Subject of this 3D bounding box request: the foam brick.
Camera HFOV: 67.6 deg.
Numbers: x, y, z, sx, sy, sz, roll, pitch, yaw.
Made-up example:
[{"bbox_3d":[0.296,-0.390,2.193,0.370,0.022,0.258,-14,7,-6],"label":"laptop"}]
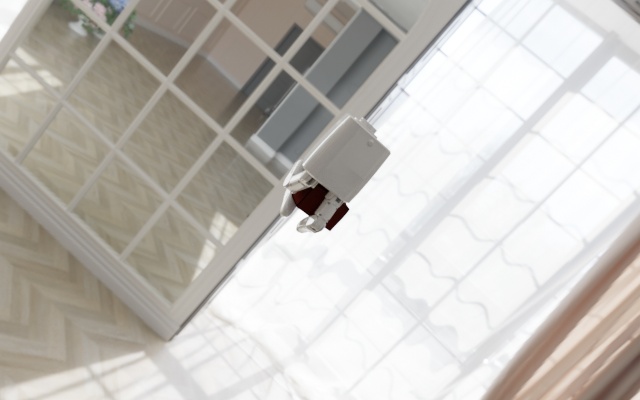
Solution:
[{"bbox_3d":[0.000,0.003,0.781,0.078,0.051,0.053,38,11,-26],"label":"foam brick"}]
